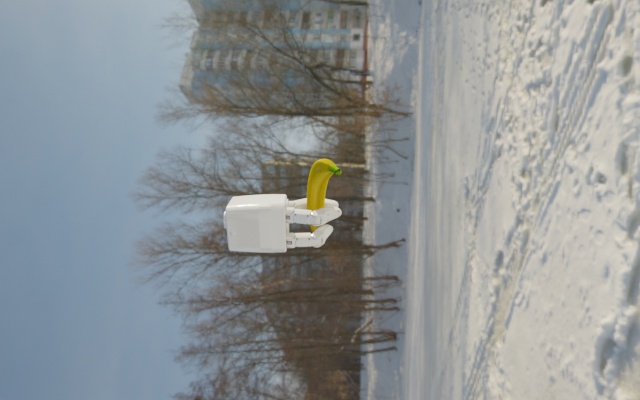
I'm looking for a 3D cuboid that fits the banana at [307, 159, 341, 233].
[{"bbox_3d":[-0.003,-0.014,0.876,0.037,0.069,0.198,-4,-36,-14],"label":"banana"}]
